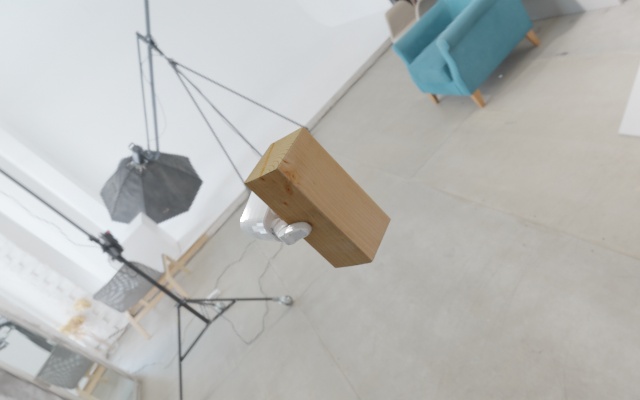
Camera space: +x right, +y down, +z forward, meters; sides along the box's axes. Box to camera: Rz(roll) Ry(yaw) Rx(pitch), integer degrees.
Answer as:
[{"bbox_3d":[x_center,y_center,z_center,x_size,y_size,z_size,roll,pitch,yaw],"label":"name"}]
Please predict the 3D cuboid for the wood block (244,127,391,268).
[{"bbox_3d":[0.000,0.003,0.723,0.206,0.090,0.090,44,-36,-22],"label":"wood block"}]
